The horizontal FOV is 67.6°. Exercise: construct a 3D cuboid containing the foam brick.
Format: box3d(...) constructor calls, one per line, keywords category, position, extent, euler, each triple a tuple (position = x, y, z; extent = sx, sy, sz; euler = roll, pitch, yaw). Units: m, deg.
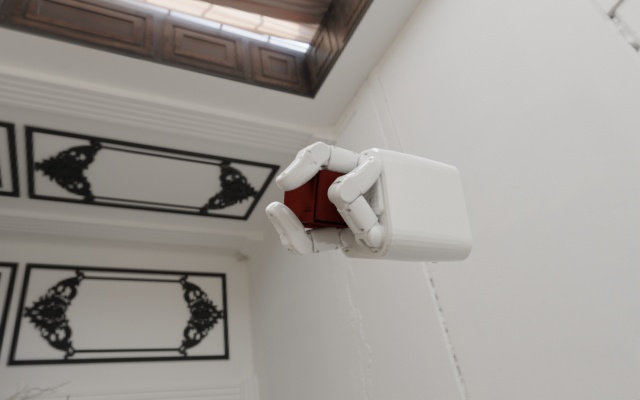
box3d(category="foam brick", position=(0.000, 0.002, 0.490), extent=(0.051, 0.053, 0.078), euler=(7, -7, -26))
